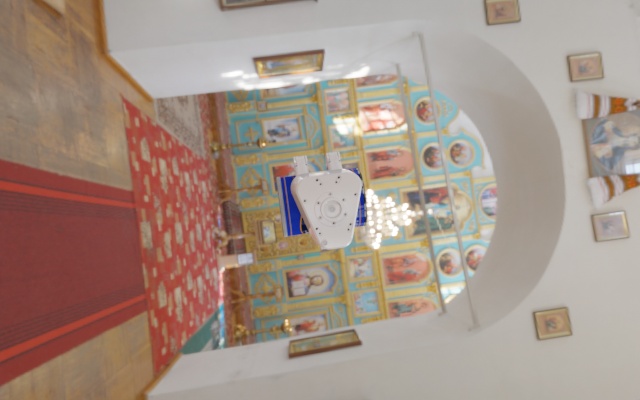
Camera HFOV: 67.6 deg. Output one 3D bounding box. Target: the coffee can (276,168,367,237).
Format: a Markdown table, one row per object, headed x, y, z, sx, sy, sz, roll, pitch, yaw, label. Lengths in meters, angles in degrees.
| x | y | z | sx | sy | sz | roll | pitch | yaw | label |
| --- | --- | --- | --- | --- | --- | --- | --- | --- | --- |
| 0.000 | 0.003 | 0.813 | 0.140 | 0.103 | 0.103 | -7 | 1 | -5 | coffee can |
